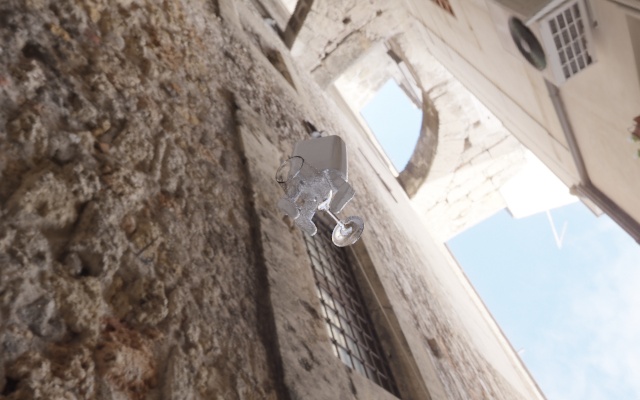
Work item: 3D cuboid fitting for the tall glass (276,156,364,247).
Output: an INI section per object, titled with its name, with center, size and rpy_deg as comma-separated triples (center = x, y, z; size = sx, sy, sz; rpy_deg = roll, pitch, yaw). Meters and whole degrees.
[tall glass]
center = 0.001, 0.003, 0.900
size = 0.079, 0.079, 0.201
rpy_deg = 0, -36, 43
